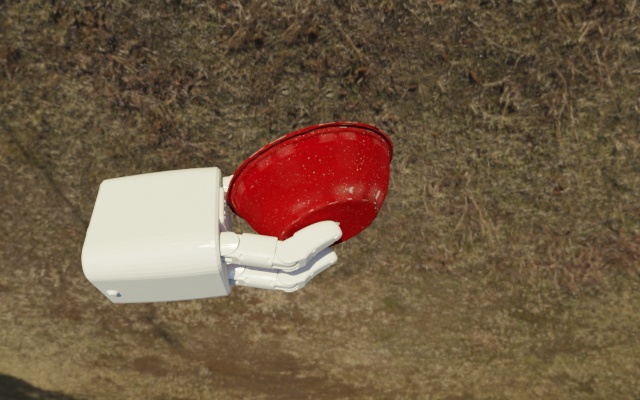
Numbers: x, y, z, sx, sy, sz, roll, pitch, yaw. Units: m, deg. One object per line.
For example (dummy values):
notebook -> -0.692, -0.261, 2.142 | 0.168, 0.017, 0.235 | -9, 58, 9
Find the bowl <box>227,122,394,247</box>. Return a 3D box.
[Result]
bowl -> 0.001, 0.001, 0.434 | 0.162, 0.055, 0.162 | -16, -27, -9
